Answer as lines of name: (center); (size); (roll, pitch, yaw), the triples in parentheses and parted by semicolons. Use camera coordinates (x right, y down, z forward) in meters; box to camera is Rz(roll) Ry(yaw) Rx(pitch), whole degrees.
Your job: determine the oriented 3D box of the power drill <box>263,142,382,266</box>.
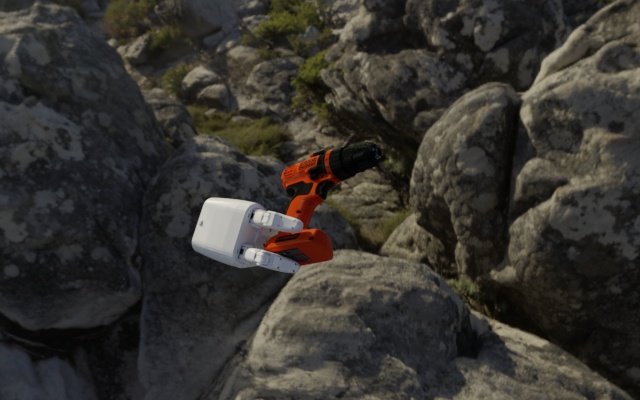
power drill: (0.000, 0.003, 0.710); (0.184, 0.187, 0.057); (-17, -48, 38)
